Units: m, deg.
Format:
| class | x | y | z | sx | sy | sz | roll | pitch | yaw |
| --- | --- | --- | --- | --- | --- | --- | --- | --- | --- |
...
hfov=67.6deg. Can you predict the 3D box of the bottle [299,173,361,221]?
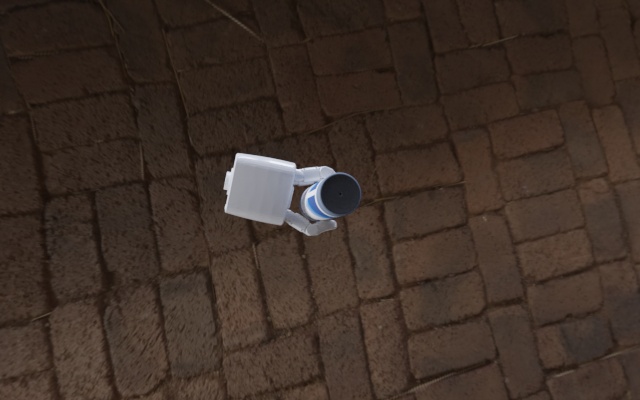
| class | x | y | z | sx | sy | sz | roll | pitch | yaw |
| --- | --- | --- | --- | --- | --- | --- | --- | --- | --- |
| bottle | 0.000 | 0.003 | 0.868 | 0.069 | 0.069 | 0.296 | 0 | -5 | -12 |
